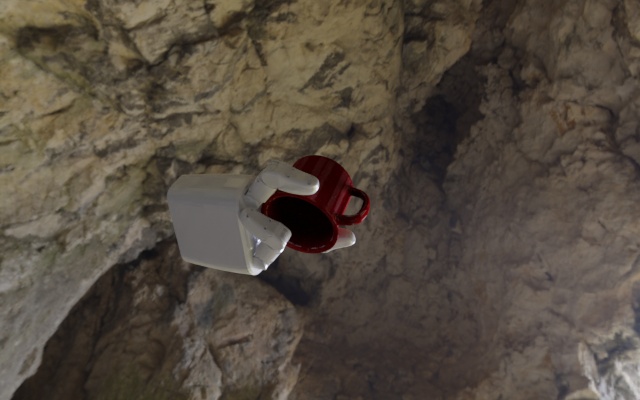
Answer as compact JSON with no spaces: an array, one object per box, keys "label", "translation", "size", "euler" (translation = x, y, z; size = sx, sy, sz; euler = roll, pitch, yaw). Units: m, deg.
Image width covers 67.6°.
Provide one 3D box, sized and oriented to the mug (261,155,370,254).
[{"label":"mug","translation":[0.001,0.002,0.552],"size":[0.117,0.093,0.081],"euler":[4,42,23]}]
